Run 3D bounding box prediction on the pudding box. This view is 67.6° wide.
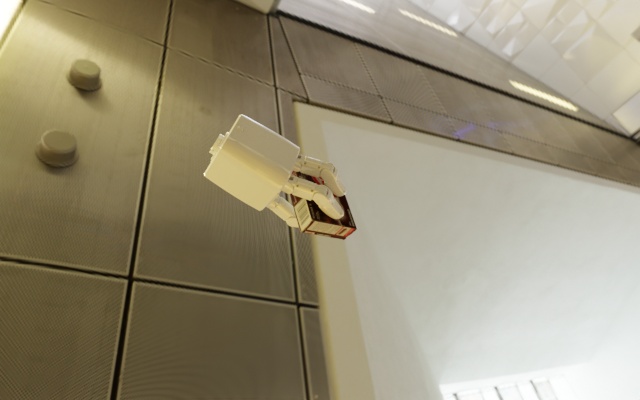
[{"bbox_3d":[0.000,0.003,0.756,0.090,0.113,0.039,12,-41,-36],"label":"pudding box"}]
